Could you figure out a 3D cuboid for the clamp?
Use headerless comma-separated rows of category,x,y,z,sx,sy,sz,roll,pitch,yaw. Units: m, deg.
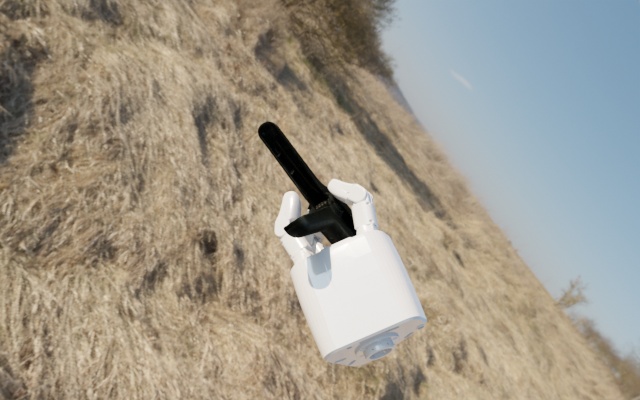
clamp,0.001,0.002,0.580,0.036,0.164,0.210,-32,-34,17
